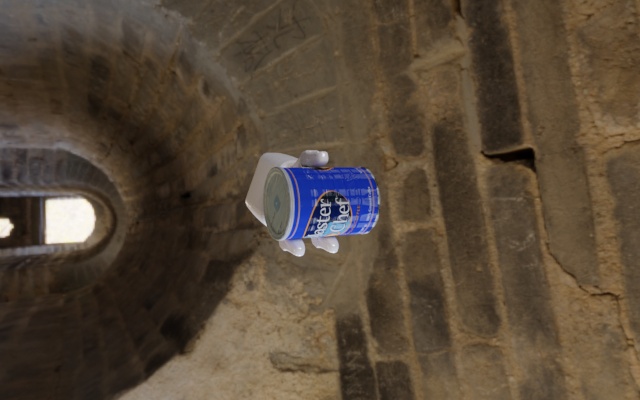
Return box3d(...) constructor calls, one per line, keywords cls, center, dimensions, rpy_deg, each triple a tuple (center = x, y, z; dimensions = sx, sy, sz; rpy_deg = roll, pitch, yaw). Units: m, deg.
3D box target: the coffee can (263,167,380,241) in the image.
box3d(cls="coffee can", center=(0.000, 0.002, 0.691), dimensions=(0.140, 0.103, 0.103), rpy_deg=(-2, 1, -27))
